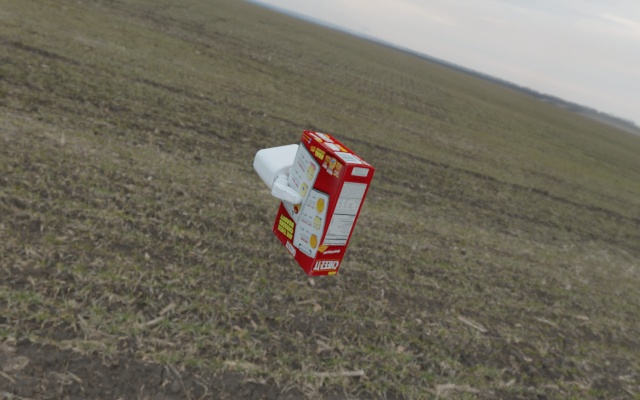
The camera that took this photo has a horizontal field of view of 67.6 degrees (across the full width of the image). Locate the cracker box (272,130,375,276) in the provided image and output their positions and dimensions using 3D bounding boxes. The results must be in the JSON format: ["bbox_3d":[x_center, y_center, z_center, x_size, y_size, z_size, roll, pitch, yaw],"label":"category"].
[{"bbox_3d":[0.000,0.003,0.863,0.072,0.214,0.164,4,24,-33],"label":"cracker box"}]
